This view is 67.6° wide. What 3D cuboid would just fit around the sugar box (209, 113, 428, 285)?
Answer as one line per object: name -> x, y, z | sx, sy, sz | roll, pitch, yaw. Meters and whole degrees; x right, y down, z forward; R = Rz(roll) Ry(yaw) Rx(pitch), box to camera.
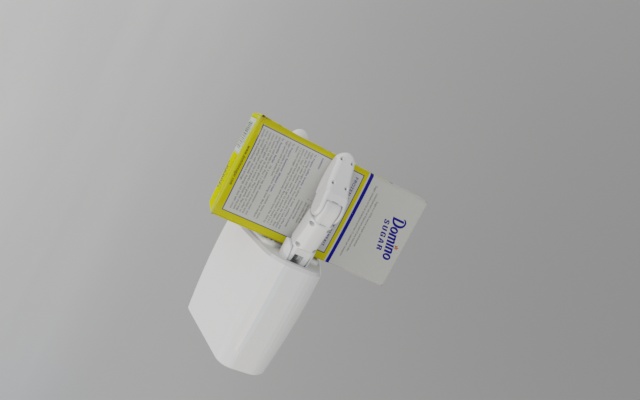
sugar box -> 0.000, 0.001, 0.435 | 0.176, 0.093, 0.048 | 26, 6, -21
